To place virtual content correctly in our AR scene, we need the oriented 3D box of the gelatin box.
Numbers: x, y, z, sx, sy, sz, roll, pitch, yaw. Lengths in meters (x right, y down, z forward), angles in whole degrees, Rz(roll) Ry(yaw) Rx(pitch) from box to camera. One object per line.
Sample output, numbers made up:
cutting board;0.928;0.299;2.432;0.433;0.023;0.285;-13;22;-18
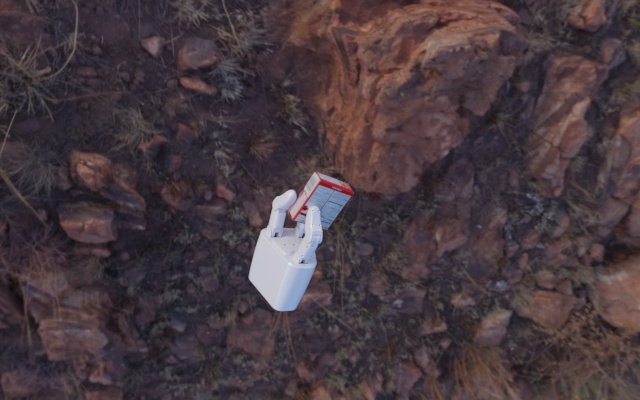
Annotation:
gelatin box;0.000;0.003;0.790;0.073;0.089;0.030;19;28;-34
